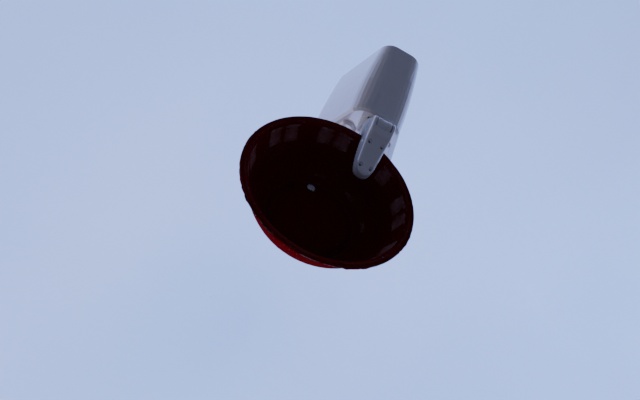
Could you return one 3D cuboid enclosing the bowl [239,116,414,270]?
[{"bbox_3d":[-0.001,0.002,0.426,0.162,0.162,0.055,0,-35,-28],"label":"bowl"}]
